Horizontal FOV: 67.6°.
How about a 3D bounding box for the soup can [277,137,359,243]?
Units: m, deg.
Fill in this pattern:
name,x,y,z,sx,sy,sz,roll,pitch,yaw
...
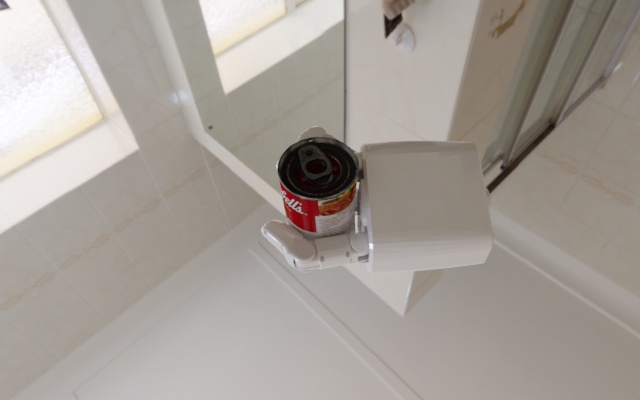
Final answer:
name,x,y,z,sx,sy,sz,roll,pitch,yaw
soup can,0.000,0.002,0.436,0.068,0.068,0.102,0,-36,3
